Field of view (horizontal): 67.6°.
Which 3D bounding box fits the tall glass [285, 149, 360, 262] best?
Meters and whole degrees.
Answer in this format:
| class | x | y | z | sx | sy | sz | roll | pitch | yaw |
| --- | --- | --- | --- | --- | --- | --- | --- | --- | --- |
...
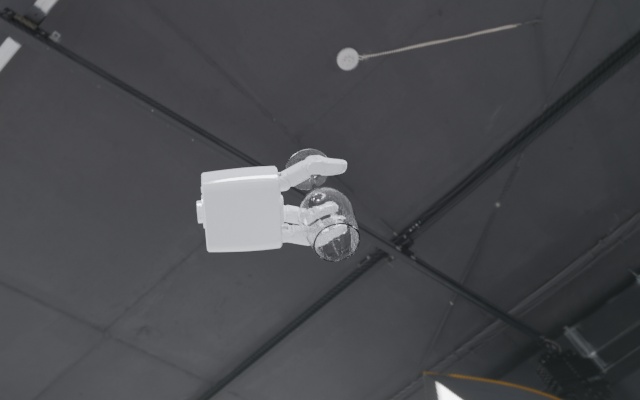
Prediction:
| class | x | y | z | sx | sy | sz | roll | pitch | yaw |
| --- | --- | --- | --- | --- | --- | --- | --- | --- | --- |
| tall glass | 0.000 | 0.002 | 0.687 | 0.079 | 0.079 | 0.201 | 0 | 32 | -15 |
